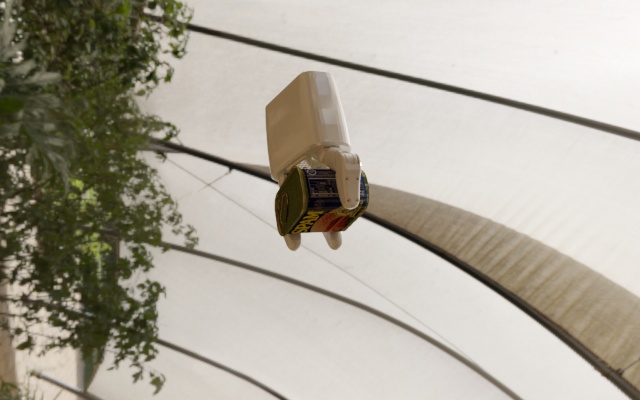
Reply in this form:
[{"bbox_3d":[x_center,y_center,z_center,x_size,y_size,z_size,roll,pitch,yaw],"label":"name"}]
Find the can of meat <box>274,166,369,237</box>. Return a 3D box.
[{"bbox_3d":[0.000,0.002,0.564,0.084,0.057,0.102,-1,-24,-23],"label":"can of meat"}]
